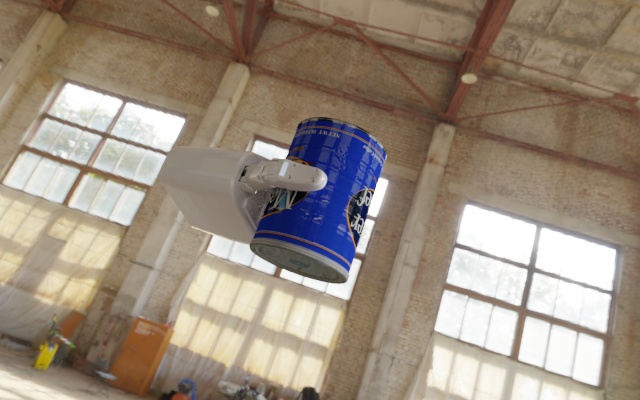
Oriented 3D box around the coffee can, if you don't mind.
[{"bbox_3d":[0.000,0.002,0.490,0.103,0.140,0.103,18,-19,6],"label":"coffee can"}]
